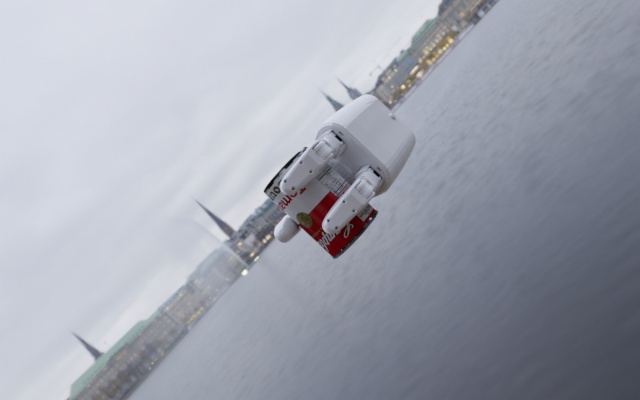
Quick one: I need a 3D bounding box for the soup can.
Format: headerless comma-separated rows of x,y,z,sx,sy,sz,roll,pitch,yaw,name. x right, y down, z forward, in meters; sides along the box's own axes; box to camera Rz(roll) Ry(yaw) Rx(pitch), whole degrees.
0.000,0.002,0.496,0.102,0.068,0.068,43,-1,-1,soup can
